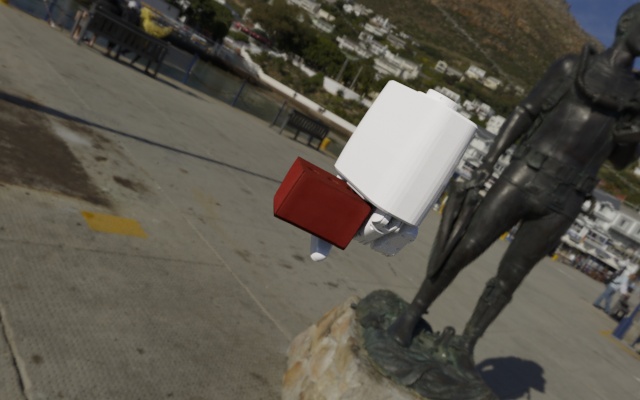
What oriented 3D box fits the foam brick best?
[{"bbox_3d":[0.000,0.001,0.459,0.078,0.051,0.053,27,16,-17],"label":"foam brick"}]
